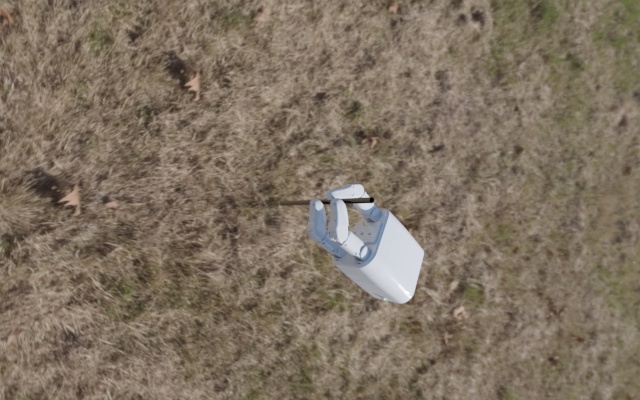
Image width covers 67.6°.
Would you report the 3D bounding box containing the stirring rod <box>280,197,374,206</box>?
[{"bbox_3d":[0.000,0.002,0.721,0.011,0.011,0.239,0,-1,-34],"label":"stirring rod"}]
